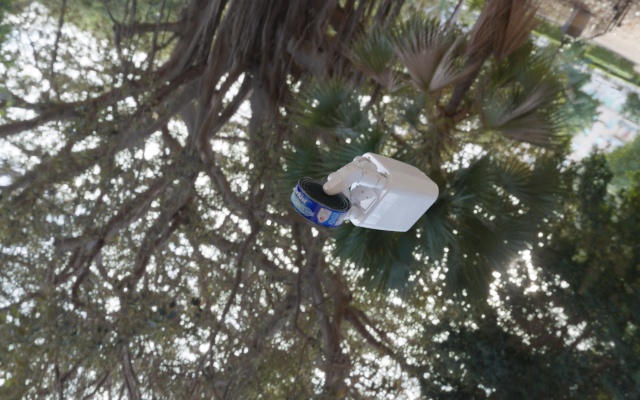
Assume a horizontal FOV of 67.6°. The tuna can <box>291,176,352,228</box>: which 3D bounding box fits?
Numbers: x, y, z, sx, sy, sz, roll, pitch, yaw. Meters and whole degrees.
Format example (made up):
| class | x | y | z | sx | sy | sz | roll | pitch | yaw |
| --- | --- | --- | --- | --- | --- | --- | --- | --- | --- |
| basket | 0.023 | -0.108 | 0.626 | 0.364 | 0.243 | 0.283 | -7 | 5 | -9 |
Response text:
| class | x | y | z | sx | sy | sz | roll | pitch | yaw |
| --- | --- | --- | --- | --- | --- | --- | --- | --- | --- |
| tuna can | 0.000 | 0.003 | 0.696 | 0.086 | 0.034 | 0.086 | 24 | 22 | -11 |
